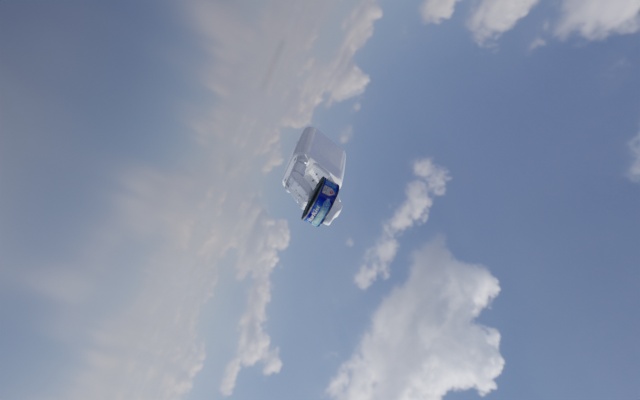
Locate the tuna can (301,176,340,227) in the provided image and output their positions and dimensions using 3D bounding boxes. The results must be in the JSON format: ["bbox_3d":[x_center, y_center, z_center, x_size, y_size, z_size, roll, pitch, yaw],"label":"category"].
[{"bbox_3d":[0.001,0.003,0.840,0.034,0.086,0.086,27,-4,-7],"label":"tuna can"}]
